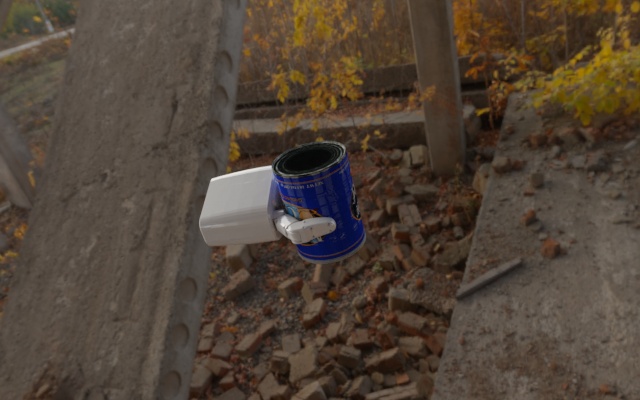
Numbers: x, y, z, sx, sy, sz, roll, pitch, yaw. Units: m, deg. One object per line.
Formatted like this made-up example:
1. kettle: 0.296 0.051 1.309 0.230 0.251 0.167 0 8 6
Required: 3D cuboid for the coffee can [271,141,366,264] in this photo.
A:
1. coffee can: 0.000 0.002 0.664 0.103 0.140 0.102 -12 28 6
